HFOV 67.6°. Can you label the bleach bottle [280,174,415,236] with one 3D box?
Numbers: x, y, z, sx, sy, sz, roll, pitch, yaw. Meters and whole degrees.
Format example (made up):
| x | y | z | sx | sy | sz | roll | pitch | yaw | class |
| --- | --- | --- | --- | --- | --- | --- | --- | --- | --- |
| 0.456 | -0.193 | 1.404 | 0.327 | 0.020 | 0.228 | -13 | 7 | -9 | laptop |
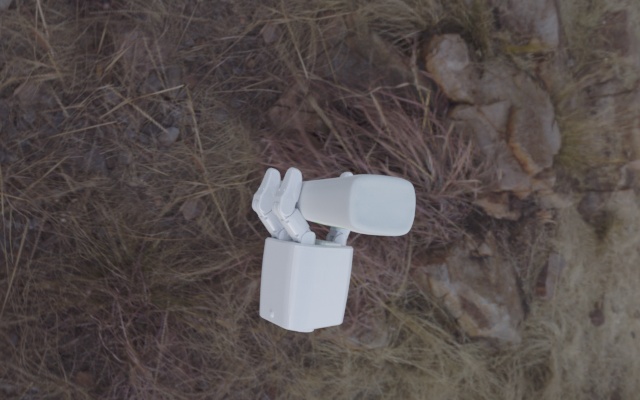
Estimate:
| x | y | z | sx | sy | sz | roll | pitch | yaw | class |
| --- | --- | --- | --- | --- | --- | --- | --- | --- | --- |
| 0.000 | 0.002 | 0.631 | 0.102 | 0.068 | 0.251 | 6 | -2 | -34 | bleach bottle |
